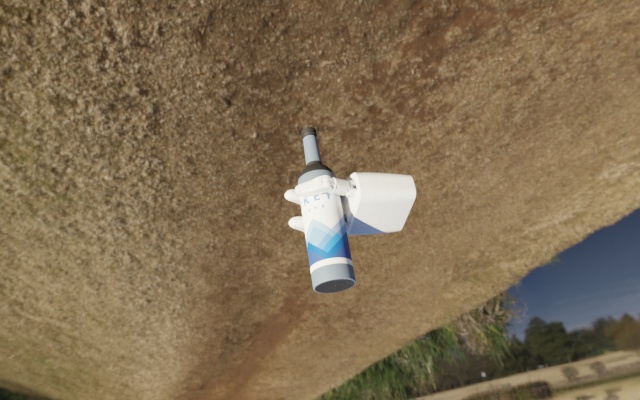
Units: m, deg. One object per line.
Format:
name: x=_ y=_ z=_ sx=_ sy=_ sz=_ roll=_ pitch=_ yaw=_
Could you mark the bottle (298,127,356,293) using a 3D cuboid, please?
bottle: x=0.000 y=0.003 z=0.796 sx=0.069 sy=0.295 sz=0.069 roll=-8 pitch=-28 yaw=-4
